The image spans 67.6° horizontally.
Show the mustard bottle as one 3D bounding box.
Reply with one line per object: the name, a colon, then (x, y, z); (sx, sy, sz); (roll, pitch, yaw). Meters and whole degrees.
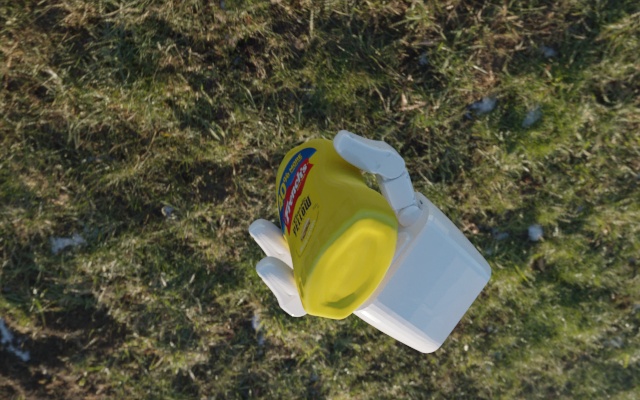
mustard bottle: (0.000, 0.001, 0.405); (0.058, 0.096, 0.191); (14, 25, -22)
